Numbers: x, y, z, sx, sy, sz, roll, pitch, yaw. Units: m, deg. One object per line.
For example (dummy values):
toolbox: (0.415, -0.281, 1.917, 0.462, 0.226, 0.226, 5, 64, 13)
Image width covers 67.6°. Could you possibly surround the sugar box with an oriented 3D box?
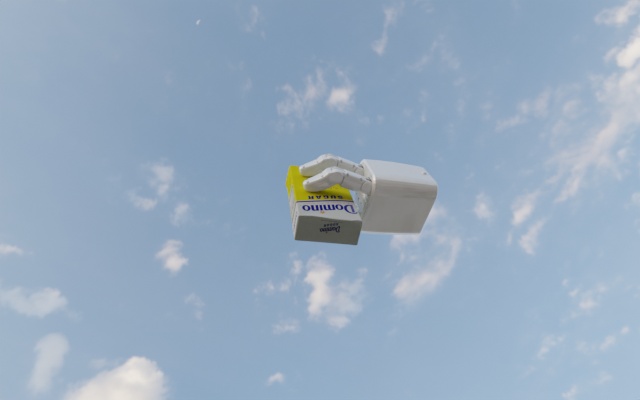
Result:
sugar box: (0.000, 0.002, 0.727, 0.093, 0.048, 0.176, 6, 23, -12)
